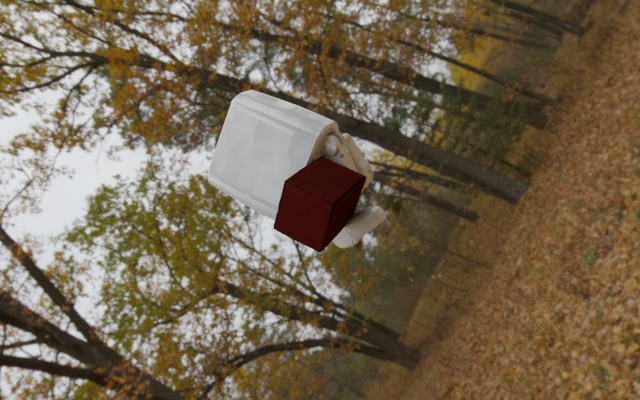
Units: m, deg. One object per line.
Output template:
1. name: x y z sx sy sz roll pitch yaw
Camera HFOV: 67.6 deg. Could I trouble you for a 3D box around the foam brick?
1. foam brick: 0.000 0.002 0.443 0.051 0.053 0.078 26 30 15
